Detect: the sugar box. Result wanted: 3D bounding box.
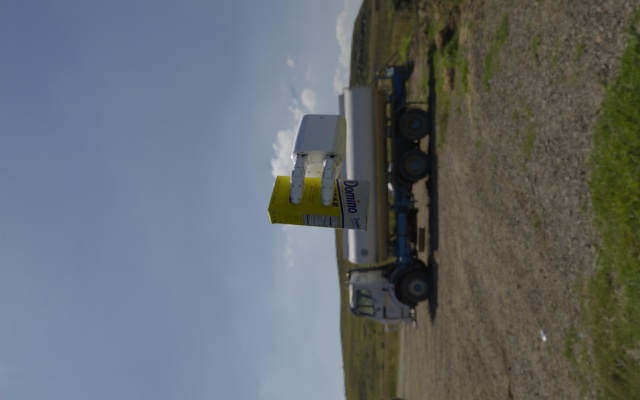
[{"bbox_3d":[0.000,0.002,0.868,0.176,0.093,0.048,1,-43,8],"label":"sugar box"}]
